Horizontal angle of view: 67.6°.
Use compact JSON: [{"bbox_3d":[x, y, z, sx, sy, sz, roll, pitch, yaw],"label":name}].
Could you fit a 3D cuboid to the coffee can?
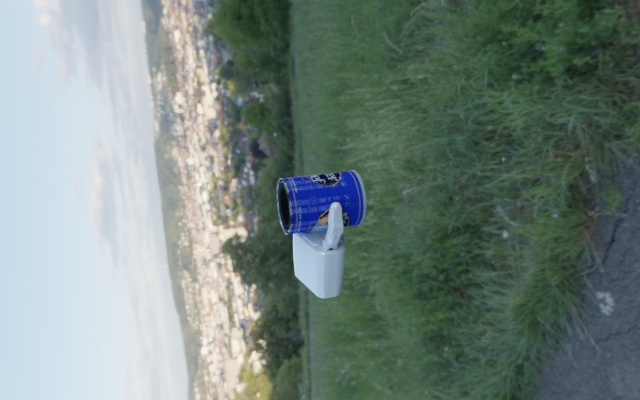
[{"bbox_3d":[0.000,0.003,0.863,0.140,0.103,0.103,-7,2,-17],"label":"coffee can"}]
